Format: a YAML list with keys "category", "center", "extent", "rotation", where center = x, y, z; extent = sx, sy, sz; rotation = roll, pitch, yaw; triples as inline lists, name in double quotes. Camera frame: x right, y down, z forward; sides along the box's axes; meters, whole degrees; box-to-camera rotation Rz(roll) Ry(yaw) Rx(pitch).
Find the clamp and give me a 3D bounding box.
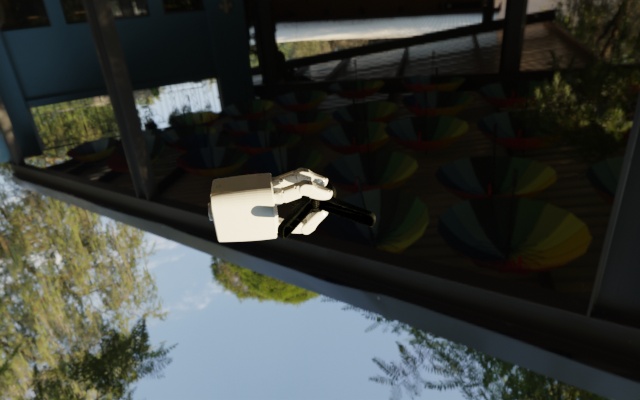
- category: "clamp"
  center: [0.000, 0.003, 0.853]
  extent: [0.164, 0.036, 0.210]
  rotation: [-3, 27, -7]
